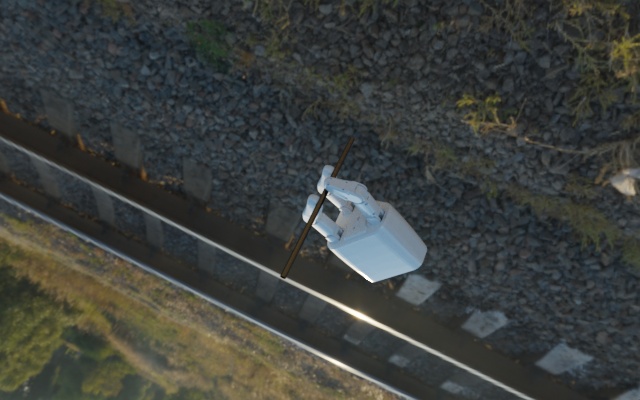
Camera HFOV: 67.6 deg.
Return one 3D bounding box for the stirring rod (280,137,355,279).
[{"bbox_3d":[0.000,0.002,0.657,0.011,0.239,0.011,20,-29,12],"label":"stirring rod"}]
